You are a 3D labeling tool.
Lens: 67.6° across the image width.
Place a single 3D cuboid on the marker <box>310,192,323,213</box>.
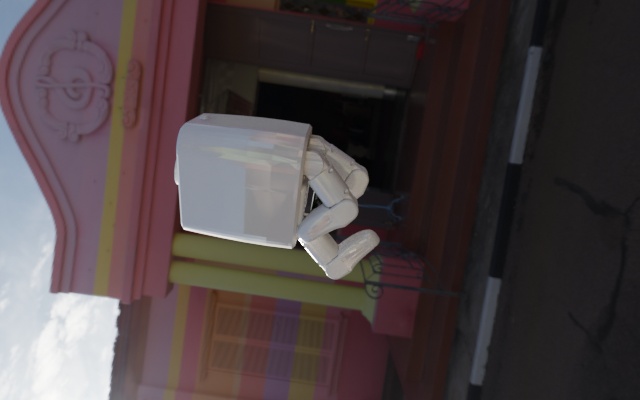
[{"bbox_3d":[0.000,0.002,0.487,0.020,0.020,0.121,0,17,2],"label":"marker"}]
